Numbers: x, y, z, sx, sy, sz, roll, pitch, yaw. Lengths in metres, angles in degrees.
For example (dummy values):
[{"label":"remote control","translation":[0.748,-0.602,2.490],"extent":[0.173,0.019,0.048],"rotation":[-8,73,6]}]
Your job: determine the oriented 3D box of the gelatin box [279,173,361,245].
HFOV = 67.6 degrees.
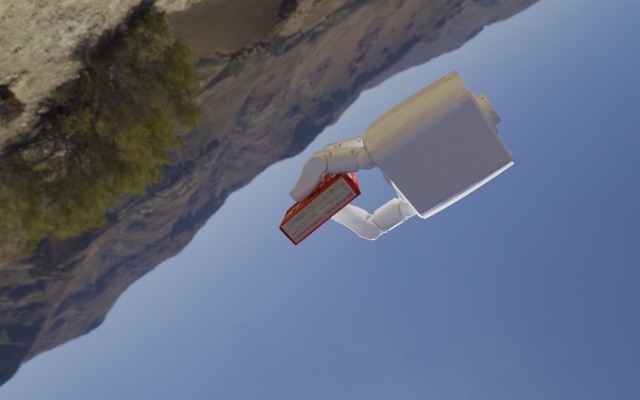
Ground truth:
[{"label":"gelatin box","translation":[0.000,0.002,0.512],"extent":[0.089,0.030,0.073],"rotation":[-40,8,10]}]
